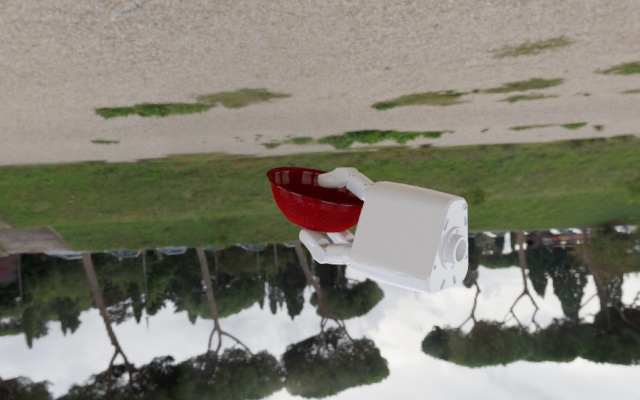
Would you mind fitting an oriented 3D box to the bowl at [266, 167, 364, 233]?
[{"bbox_3d":[-0.001,0.002,0.662,0.162,0.055,0.162,12,17,-4],"label":"bowl"}]
